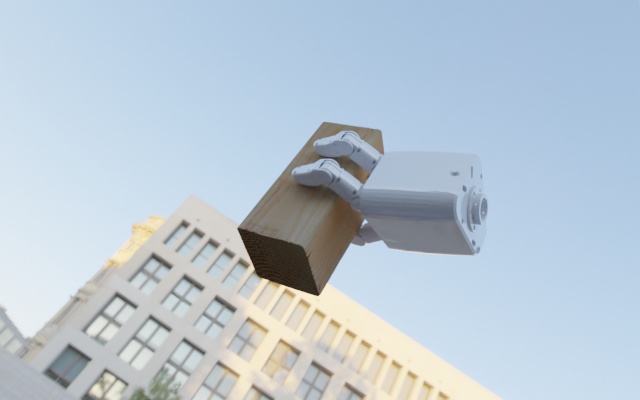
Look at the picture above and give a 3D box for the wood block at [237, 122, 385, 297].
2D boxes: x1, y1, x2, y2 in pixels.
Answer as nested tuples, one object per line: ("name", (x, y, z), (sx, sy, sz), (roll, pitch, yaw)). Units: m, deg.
("wood block", (0.001, 0.002, 0.590), (0.090, 0.091, 0.206), (13, 48, 27))
